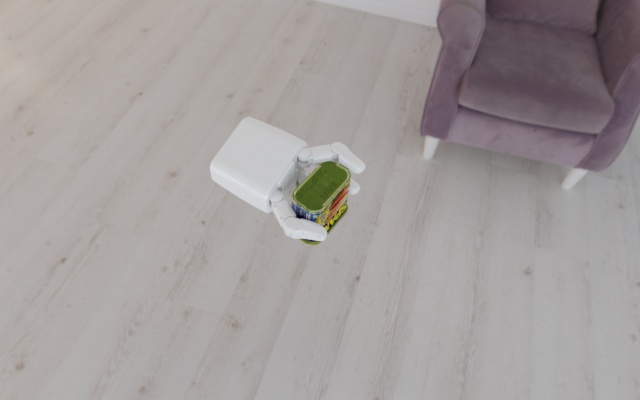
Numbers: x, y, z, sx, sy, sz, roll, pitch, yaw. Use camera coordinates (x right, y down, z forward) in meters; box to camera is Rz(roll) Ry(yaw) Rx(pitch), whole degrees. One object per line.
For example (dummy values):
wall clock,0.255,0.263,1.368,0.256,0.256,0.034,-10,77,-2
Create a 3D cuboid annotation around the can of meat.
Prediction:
can of meat,0.000,0.002,0.700,0.057,0.102,0.084,31,-33,19
